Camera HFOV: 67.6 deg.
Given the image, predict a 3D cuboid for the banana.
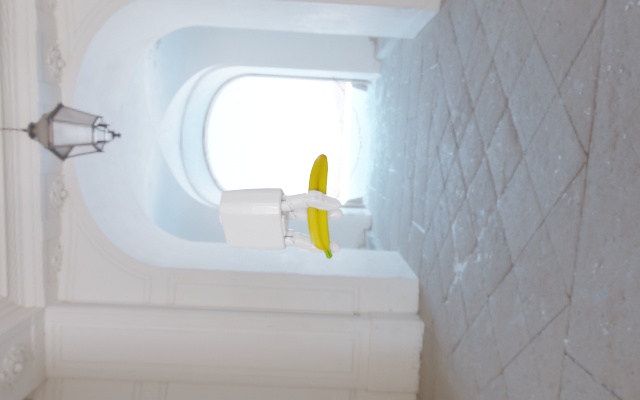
[{"bbox_3d":[-0.003,0.002,0.850,0.037,0.197,0.070,-3,-14,9],"label":"banana"}]
